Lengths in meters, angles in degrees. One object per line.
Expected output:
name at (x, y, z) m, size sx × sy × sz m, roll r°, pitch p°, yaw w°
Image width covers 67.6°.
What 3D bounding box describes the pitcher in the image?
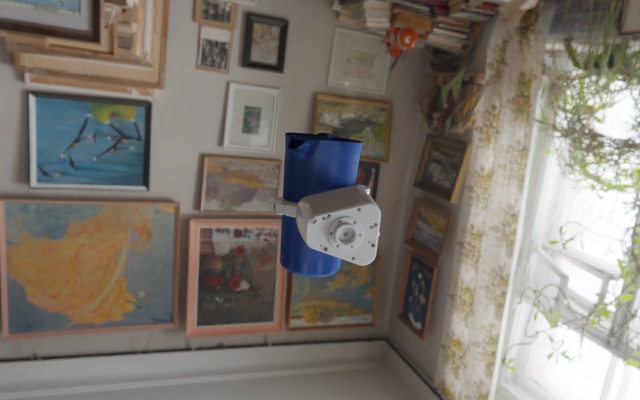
pitcher at (0.000, 0.003, 0.843) m, size 0.149 × 0.243 × 0.145 m, roll 4°, pitch 12°, yaw -11°
